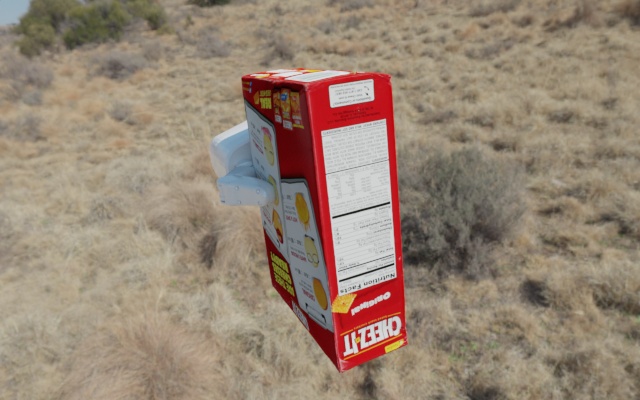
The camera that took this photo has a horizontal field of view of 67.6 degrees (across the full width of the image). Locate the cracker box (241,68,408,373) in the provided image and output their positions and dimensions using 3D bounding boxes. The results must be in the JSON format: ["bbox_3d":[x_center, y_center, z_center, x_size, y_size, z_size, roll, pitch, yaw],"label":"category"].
[{"bbox_3d":[0.000,0.001,0.400,0.072,0.214,0.164,-14,20,-20],"label":"cracker box"}]
